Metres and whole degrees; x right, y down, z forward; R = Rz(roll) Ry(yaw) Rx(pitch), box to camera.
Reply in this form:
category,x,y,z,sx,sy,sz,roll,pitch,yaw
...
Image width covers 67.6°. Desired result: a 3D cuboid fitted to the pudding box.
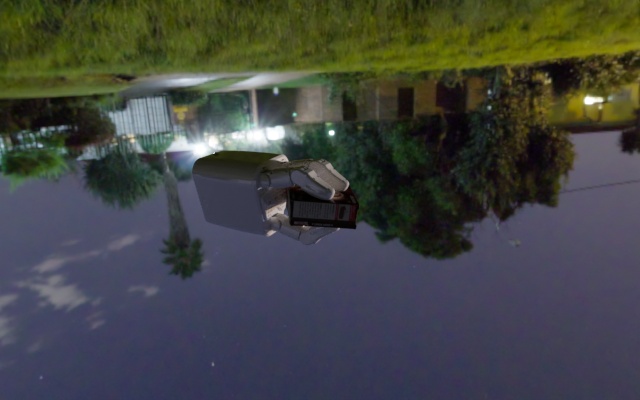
category,x,y,z,sx,sy,sz,roll,pitch,yaw
pudding box,0.000,0.002,0.651,0.090,0.039,0.113,3,19,-6
